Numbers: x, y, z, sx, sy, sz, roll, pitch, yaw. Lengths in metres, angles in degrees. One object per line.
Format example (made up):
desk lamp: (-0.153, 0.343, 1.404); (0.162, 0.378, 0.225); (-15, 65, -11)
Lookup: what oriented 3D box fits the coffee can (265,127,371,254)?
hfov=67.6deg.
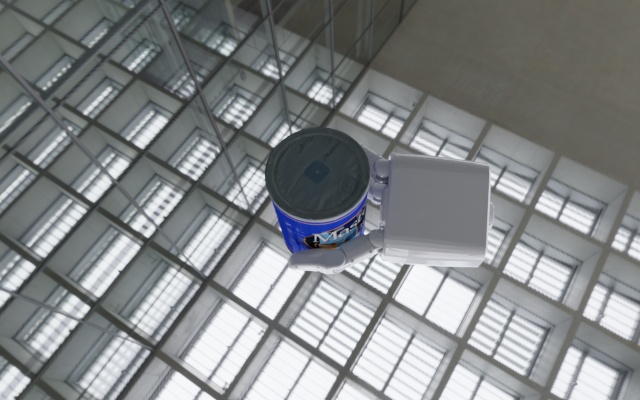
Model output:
coffee can: (0.000, 0.002, 0.521); (0.103, 0.102, 0.140); (0, -25, 3)
